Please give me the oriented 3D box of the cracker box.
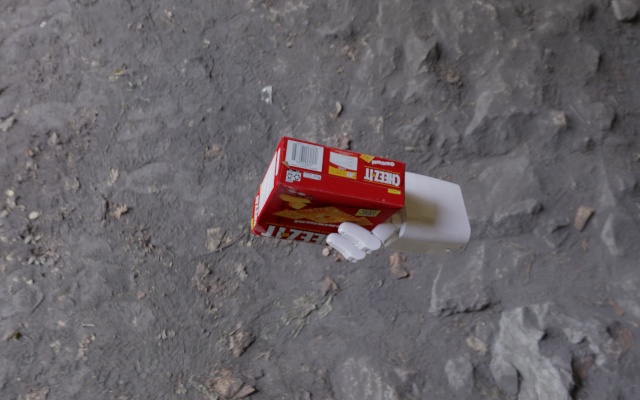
[{"bbox_3d":[0.000,0.002,0.670,0.164,0.072,0.214,10,-23,-13],"label":"cracker box"}]
